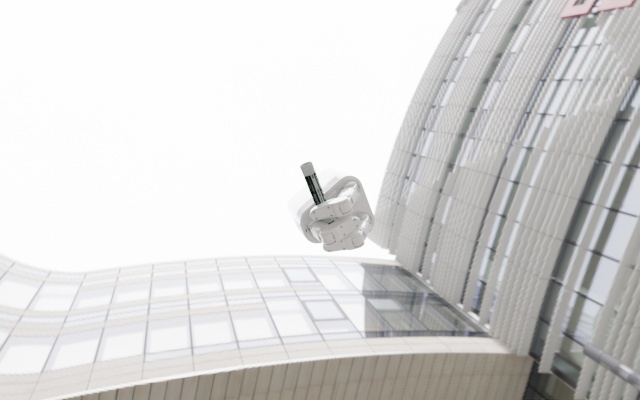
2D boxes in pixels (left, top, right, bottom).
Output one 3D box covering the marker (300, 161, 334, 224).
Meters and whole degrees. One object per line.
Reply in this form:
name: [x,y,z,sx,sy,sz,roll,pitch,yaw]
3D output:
marker: [0.000,0.002,0.684,0.020,0.121,0.020,-19,18,7]
